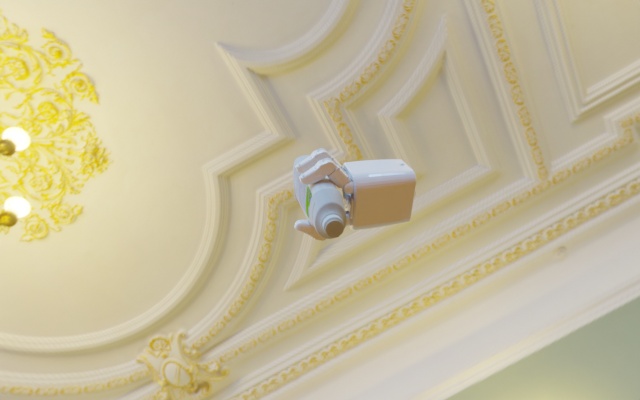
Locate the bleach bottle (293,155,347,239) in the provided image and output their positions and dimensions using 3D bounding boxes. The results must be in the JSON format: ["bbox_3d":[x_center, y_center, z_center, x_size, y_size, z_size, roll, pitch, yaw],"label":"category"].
[{"bbox_3d":[0.000,0.003,0.810,0.068,0.103,0.250,-6,23,-8],"label":"bleach bottle"}]
